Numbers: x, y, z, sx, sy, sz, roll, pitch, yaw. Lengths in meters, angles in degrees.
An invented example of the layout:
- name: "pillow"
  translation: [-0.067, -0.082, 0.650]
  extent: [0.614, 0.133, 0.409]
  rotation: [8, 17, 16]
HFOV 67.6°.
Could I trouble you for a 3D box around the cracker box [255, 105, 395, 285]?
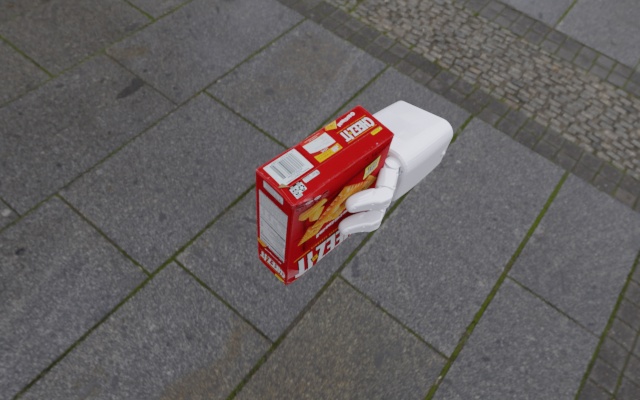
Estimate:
- name: "cracker box"
  translation: [0.000, 0.002, 0.626]
  extent: [0.164, 0.072, 0.214]
  rotation: [-36, -23, -26]
